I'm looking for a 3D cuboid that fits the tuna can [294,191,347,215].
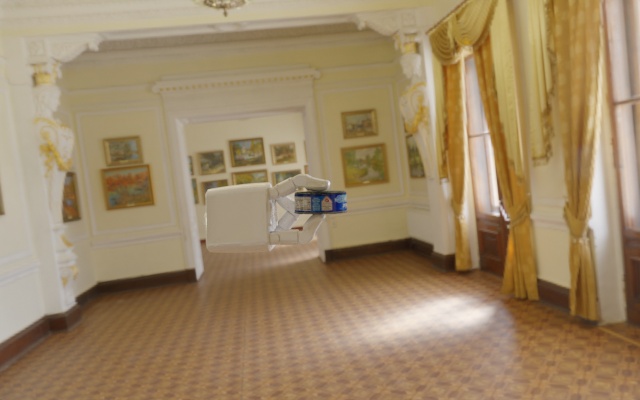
[{"bbox_3d":[0.000,0.002,0.770,0.086,0.034,0.086,-1,3,0],"label":"tuna can"}]
